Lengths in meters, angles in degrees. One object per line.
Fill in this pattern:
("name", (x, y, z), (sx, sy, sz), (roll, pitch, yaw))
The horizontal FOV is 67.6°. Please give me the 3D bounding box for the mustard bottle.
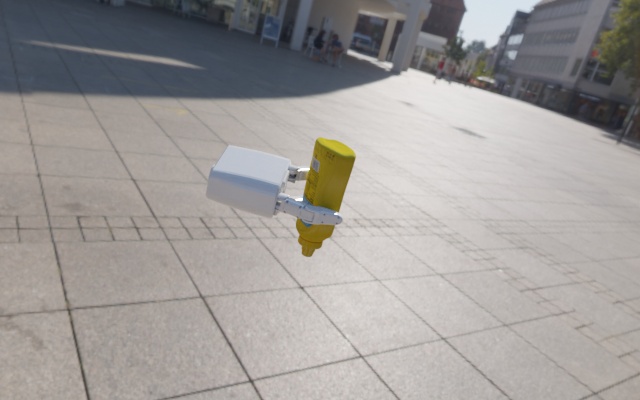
("mustard bottle", (0.001, 0.002, 0.761), (0.058, 0.192, 0.096), (7, 20, -23))
